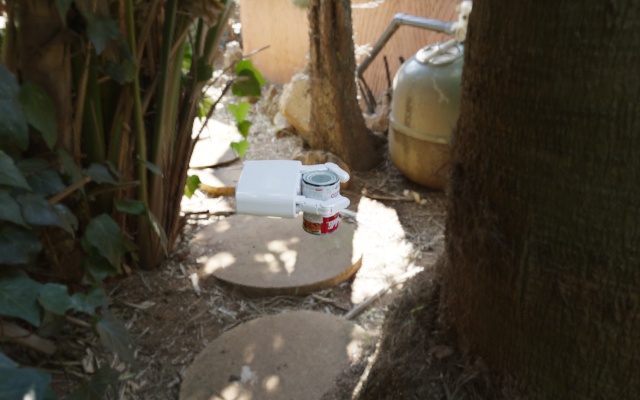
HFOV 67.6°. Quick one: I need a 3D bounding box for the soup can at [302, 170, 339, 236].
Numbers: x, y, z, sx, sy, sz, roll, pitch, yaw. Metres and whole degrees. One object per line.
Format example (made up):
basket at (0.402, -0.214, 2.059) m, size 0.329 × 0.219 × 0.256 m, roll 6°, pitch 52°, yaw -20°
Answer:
soup can at (0.001, 0.003, 0.867) m, size 0.068 × 0.102 × 0.068 m, roll 0°, pitch 28°, yaw 0°
